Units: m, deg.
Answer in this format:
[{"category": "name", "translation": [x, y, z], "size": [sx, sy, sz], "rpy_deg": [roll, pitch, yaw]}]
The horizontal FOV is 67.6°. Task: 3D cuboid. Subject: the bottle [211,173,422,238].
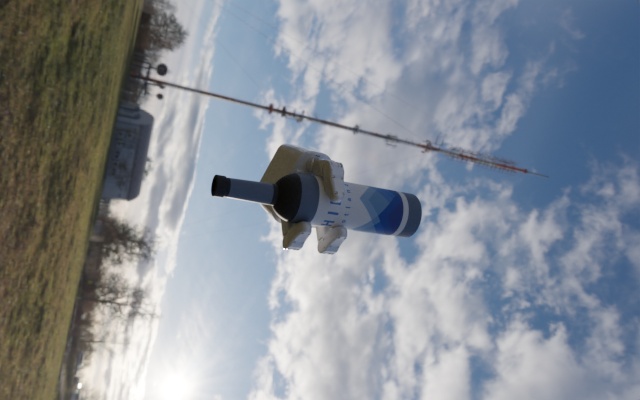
[{"category": "bottle", "translation": [0.000, 0.002, 0.648], "size": [0.296, 0.069, 0.069], "rpy_deg": [9, -4, -26]}]
